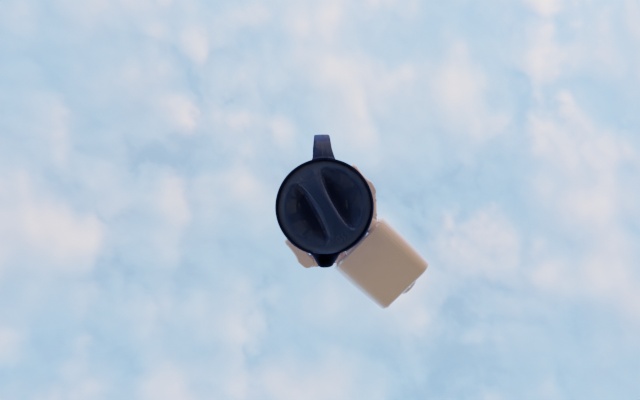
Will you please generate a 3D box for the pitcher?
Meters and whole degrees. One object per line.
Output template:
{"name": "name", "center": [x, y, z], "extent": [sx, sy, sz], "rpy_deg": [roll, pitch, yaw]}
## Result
{"name": "pitcher", "center": [0.000, 0.003, 0.756], "extent": [0.145, 0.149, 0.243], "rpy_deg": [42, -4, -1]}
